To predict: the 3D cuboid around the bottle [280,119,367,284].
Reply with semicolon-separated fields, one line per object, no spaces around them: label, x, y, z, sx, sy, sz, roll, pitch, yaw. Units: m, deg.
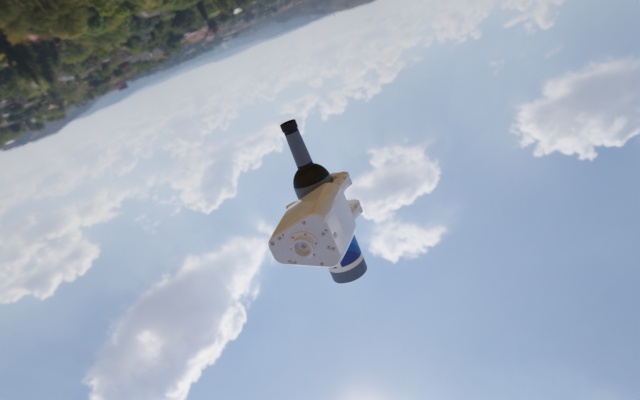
bottle;0.000;0.003;0.815;0.069;0.296;0.069;-20;19;7
